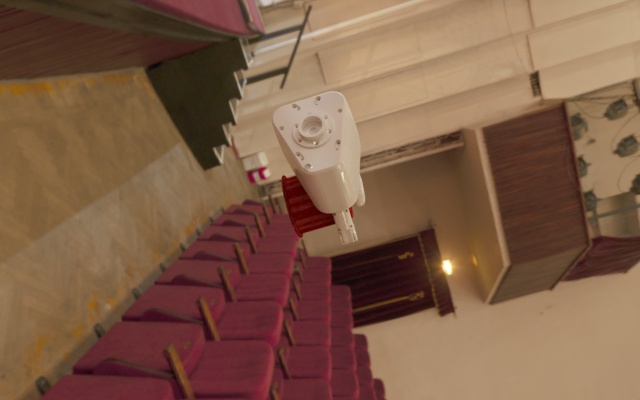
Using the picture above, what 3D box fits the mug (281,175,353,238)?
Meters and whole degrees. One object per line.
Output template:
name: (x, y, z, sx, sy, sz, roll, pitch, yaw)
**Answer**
mug: (0.001, 0.003, 0.687, 0.081, 0.093, 0.117, -16, -25, 5)
